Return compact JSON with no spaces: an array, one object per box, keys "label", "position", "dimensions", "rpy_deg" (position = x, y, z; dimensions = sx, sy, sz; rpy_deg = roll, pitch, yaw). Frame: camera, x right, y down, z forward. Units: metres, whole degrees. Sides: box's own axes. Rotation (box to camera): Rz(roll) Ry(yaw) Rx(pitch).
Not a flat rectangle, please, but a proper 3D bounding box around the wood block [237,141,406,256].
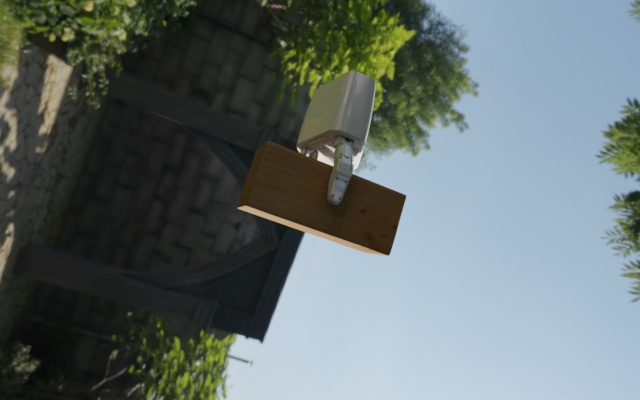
[{"label":"wood block","position":[0.000,0.002,0.664],"dimensions":[0.206,0.090,0.091],"rpy_deg":[20,-10,-15]}]
